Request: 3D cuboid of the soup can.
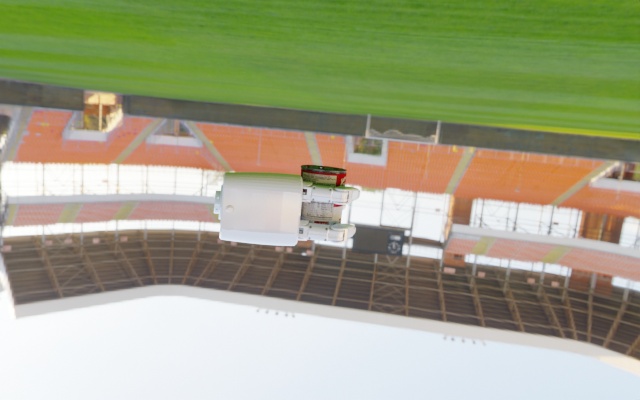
[{"bbox_3d":[0.001,0.003,0.701,0.068,0.102,0.068,6,9,-1],"label":"soup can"}]
